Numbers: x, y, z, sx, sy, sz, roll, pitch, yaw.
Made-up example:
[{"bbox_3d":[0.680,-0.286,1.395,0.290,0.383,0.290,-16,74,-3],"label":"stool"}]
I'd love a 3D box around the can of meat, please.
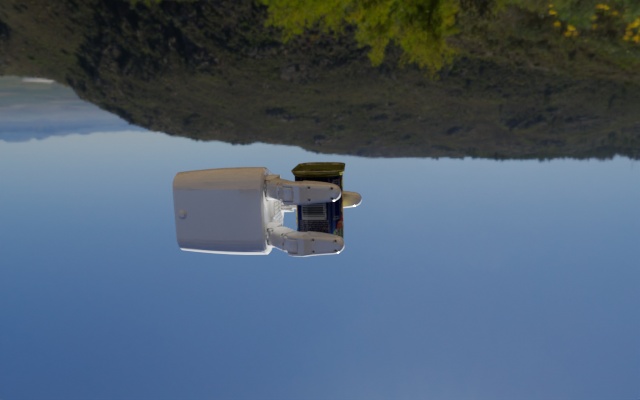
[{"bbox_3d":[0.000,0.002,0.549,0.057,0.084,0.102,-1,10,4],"label":"can of meat"}]
